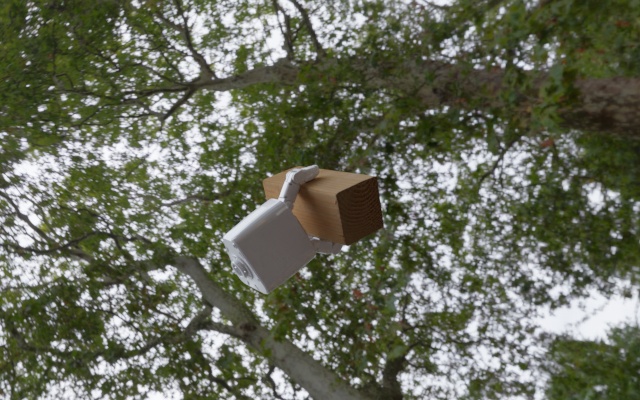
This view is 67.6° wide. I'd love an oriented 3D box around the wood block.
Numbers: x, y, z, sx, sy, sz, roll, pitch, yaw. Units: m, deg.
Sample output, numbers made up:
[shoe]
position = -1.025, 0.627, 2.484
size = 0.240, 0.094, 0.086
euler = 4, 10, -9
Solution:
[wood block]
position = 0.000, 0.003, 0.821
size = 0.090, 0.091, 0.206
euler = -24, 22, -34
